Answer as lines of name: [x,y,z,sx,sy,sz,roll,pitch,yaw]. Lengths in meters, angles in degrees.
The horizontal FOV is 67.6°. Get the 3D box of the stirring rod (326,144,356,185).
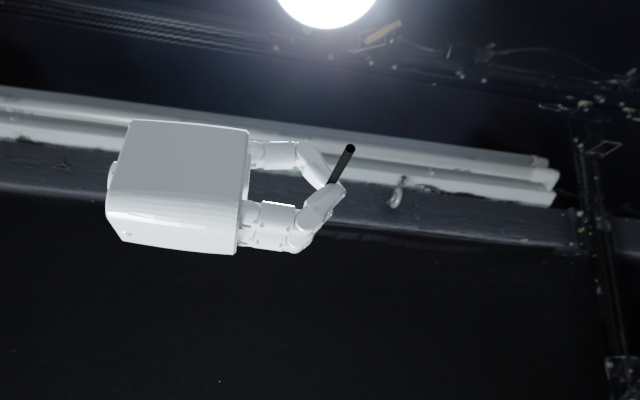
stirring rod: [0.000,0.001,0.479,0.011,0.011,0.240,0,-20,-12]
